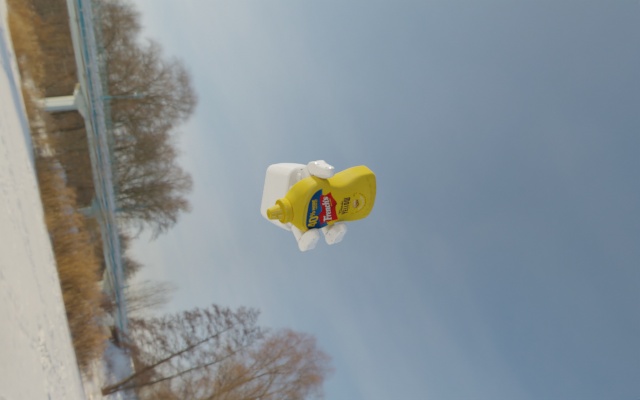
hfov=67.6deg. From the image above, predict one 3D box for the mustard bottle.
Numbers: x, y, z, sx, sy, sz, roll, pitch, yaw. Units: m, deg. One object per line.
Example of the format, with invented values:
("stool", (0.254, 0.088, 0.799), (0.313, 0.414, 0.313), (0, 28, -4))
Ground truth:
("mustard bottle", (0.001, 0.003, 0.793), (0.191, 0.096, 0.058), (-13, 39, -28))
